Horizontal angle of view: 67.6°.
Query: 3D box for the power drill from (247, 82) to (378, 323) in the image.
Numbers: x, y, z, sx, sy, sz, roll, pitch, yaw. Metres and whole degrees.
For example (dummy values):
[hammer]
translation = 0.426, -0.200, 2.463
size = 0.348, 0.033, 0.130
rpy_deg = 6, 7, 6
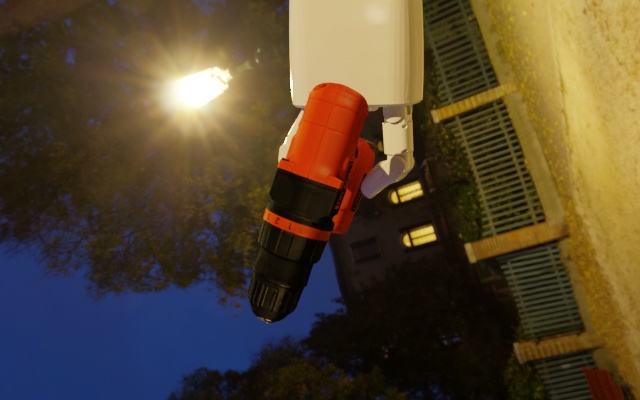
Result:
[power drill]
translation = 0.000, 0.001, 0.423
size = 0.057, 0.184, 0.187
rpy_deg = 21, 6, 7
